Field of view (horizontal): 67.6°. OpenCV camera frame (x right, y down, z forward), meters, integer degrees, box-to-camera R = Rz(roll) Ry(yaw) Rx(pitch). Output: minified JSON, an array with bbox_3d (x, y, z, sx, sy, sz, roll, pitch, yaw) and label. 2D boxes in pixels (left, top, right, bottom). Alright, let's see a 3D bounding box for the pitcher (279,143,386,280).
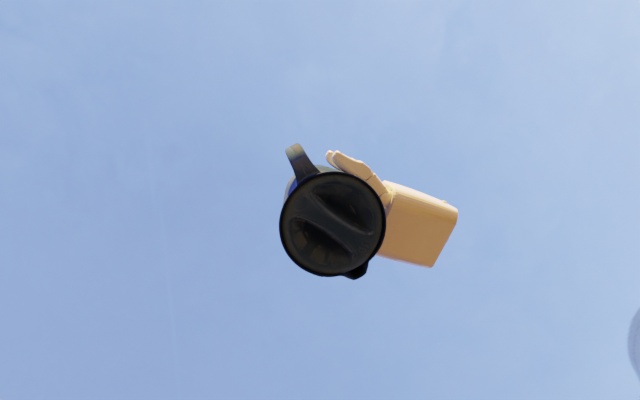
[{"bbox_3d":[0.000,0.002,0.693,0.145,0.149,0.243,15,8,-8],"label":"pitcher"}]
